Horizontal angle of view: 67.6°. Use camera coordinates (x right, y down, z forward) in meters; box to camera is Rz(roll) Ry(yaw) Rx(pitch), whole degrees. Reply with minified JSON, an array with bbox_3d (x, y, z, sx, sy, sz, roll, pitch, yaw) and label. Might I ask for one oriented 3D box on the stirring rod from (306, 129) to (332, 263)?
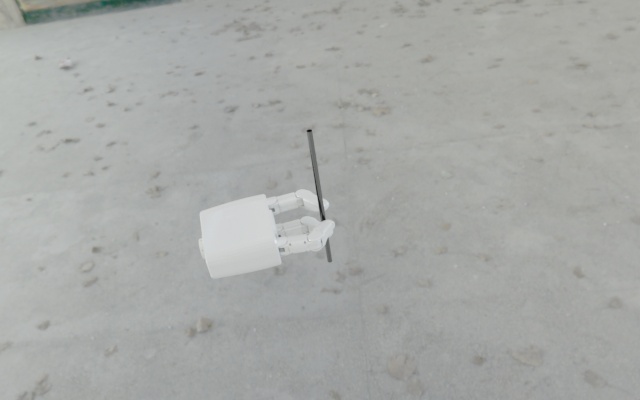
[{"bbox_3d":[0.000,0.002,0.721,0.011,0.240,0.011,-6,35,4],"label":"stirring rod"}]
